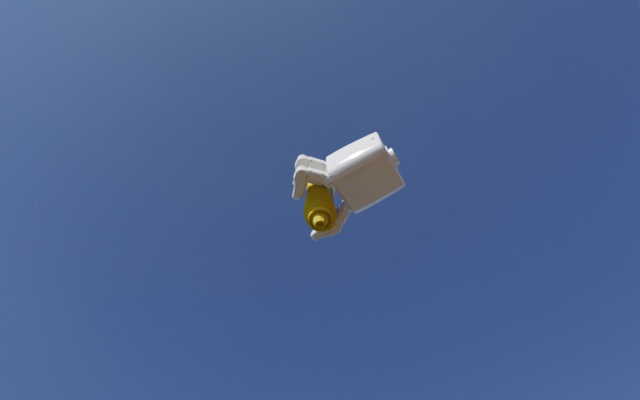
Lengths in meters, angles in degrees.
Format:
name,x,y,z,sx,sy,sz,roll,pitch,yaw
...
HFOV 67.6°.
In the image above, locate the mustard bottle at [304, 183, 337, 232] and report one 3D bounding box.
name,x,y,z,sx,sy,sz,roll,pitch,yaw
mustard bottle,0.000,0.003,0.879,0.058,0.096,0.191,-5,24,2
